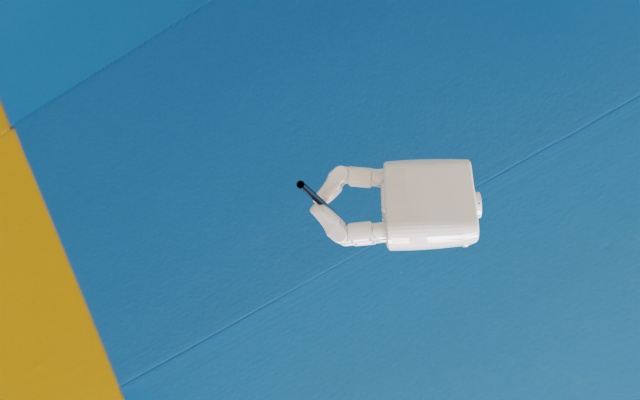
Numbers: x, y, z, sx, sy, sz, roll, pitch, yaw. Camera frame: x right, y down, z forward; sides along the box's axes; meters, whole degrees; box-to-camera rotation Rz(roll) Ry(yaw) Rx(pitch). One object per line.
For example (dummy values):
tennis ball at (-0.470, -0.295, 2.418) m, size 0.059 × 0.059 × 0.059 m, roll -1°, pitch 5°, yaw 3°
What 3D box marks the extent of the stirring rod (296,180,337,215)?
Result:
stirring rod at (0.000, 0.002, 0.585) m, size 0.011 × 0.011 × 0.239 m, roll 0°, pitch -8°, yaw 10°
